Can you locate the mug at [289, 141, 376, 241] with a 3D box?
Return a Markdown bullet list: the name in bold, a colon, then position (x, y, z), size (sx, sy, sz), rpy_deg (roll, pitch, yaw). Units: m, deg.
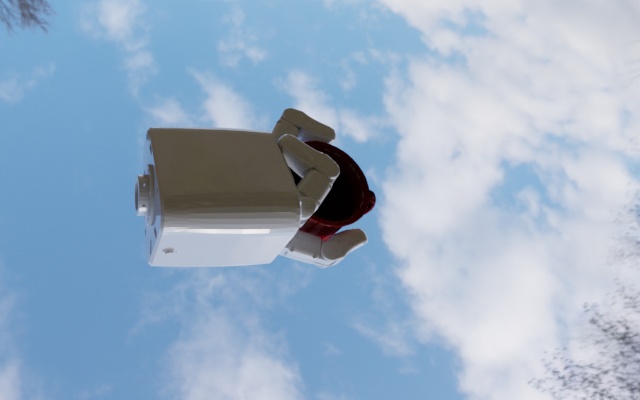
- **mug**: position (0.001, 0.002, 0.487), size (0.117, 0.093, 0.081), rpy_deg (3, -29, -27)
